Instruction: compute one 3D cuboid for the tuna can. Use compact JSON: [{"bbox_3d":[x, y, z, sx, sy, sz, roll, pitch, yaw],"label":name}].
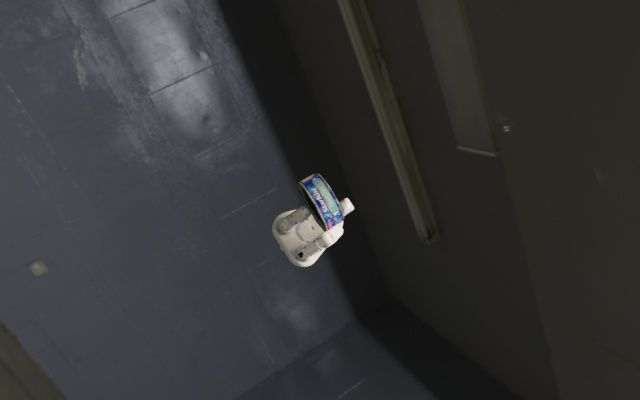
[{"bbox_3d":[0.001,0.002,0.724,0.034,0.086,0.086,-30,5,-9],"label":"tuna can"}]
